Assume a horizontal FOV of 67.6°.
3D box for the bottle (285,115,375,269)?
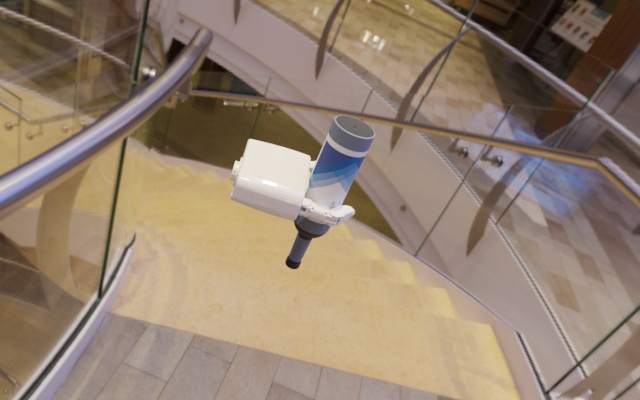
[{"bbox_3d":[0.000,0.002,0.792,0.069,0.296,0.069,17,33,-11],"label":"bottle"}]
